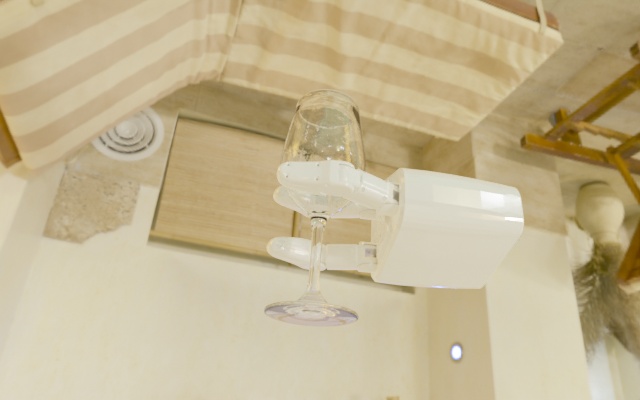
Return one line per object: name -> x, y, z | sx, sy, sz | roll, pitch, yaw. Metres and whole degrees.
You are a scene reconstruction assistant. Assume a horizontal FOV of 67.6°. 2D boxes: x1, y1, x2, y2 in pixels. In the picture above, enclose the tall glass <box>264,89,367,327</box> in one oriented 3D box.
tall glass -> 0.000, 0.002, 0.416 | 0.079, 0.201, 0.079 | 3, -26, 2
